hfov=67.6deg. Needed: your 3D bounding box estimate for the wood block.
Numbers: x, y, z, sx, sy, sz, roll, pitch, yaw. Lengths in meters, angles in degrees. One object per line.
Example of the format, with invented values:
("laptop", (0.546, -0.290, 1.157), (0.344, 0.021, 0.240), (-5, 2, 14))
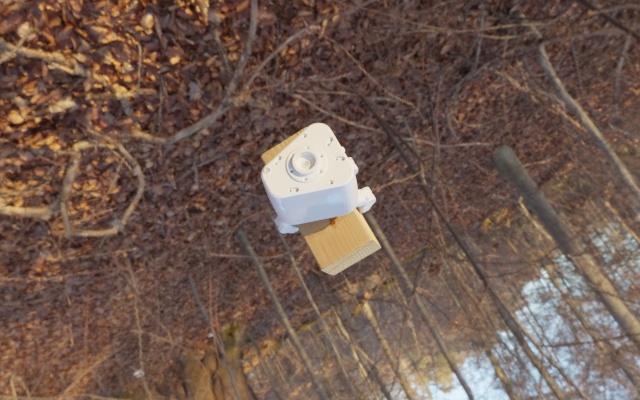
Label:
("wood block", (0.000, 0.003, 0.750), (0.091, 0.206, 0.090), (-31, -19, 6))
